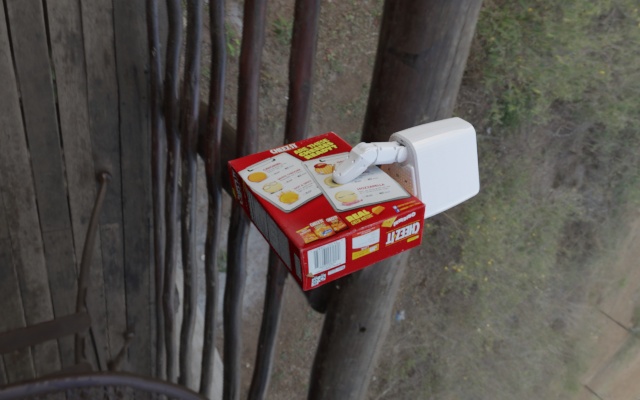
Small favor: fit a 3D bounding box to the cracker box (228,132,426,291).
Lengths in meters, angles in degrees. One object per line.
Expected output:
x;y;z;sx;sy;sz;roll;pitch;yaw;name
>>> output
0.000;0.002;0.604;0.164;0.072;0.213;-19;38;-23;cracker box
